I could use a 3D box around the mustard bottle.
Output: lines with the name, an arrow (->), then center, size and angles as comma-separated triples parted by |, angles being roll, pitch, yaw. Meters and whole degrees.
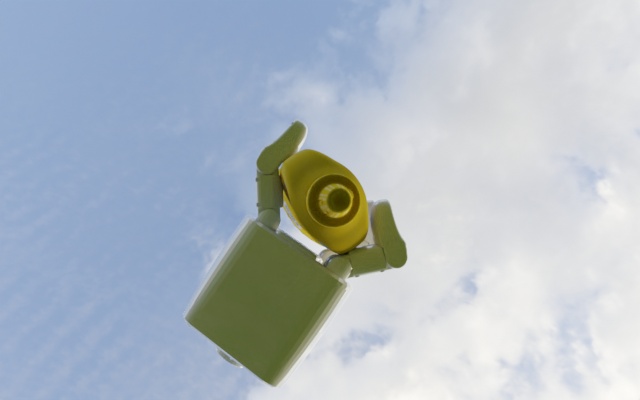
mustard bottle -> 0.000, 0.001, 0.428 | 0.058, 0.096, 0.191 | -31, 3, -6
